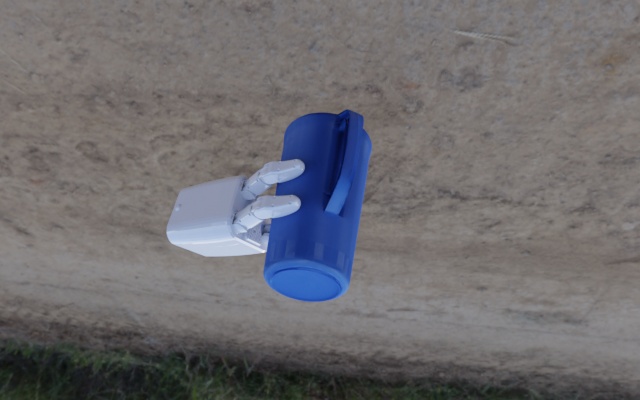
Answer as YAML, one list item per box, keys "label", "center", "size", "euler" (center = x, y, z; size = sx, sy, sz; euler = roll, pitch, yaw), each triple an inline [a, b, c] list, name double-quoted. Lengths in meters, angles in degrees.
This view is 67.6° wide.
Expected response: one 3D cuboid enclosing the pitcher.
- label: "pitcher"
  center: [0.000, 0.002, 0.645]
  size: [0.145, 0.242, 0.149]
  euler: [-7, -38, 20]
